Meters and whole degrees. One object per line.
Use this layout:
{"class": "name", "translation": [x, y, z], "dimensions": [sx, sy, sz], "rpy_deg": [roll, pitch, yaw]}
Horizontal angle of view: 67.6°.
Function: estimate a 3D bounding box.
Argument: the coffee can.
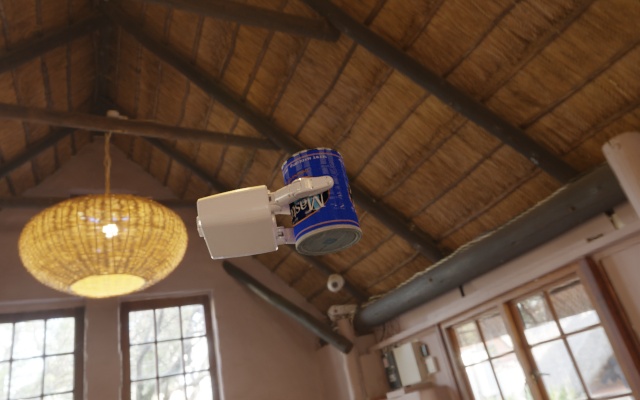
{"class": "coffee can", "translation": [0.000, 0.003, 0.753], "dimensions": [0.103, 0.140, 0.103], "rpy_deg": [-10, -25, -5]}
